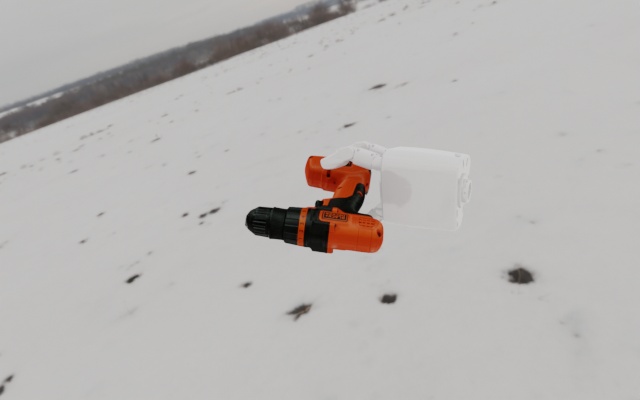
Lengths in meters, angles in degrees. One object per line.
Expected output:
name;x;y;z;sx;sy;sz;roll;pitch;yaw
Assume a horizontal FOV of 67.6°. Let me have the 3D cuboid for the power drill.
power drill;0.000;0.002;0.691;0.184;0.057;0.187;9;34;3
